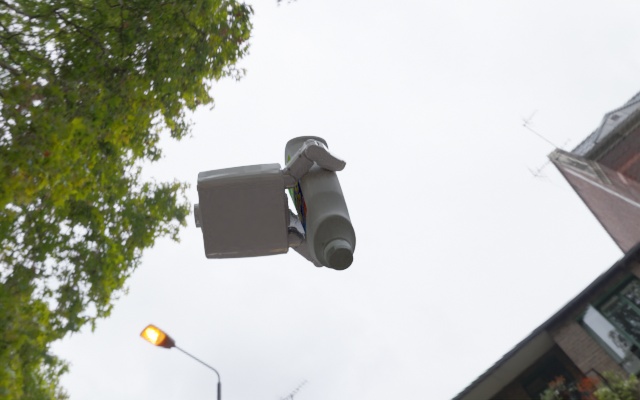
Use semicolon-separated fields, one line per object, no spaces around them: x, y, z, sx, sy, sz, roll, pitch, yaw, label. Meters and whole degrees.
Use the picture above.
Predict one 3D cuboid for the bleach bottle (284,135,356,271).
0.000;0.002;0.614;0.068;0.103;0.250;-5;26;-9;bleach bottle
